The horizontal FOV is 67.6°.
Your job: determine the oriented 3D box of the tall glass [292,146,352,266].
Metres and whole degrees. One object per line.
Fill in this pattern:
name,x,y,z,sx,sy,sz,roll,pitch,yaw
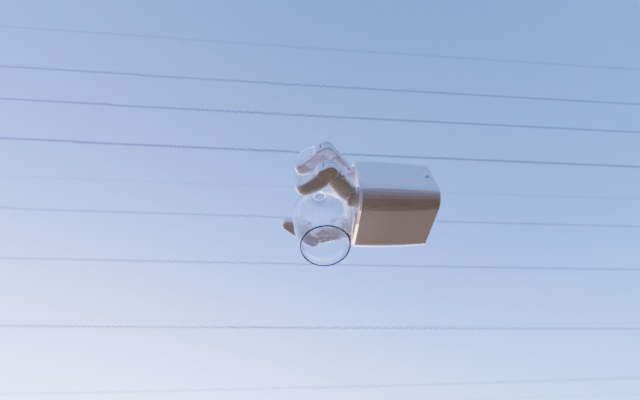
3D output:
tall glass,0.000,0.002,0.651,0.079,0.079,0.201,0,32,-4
